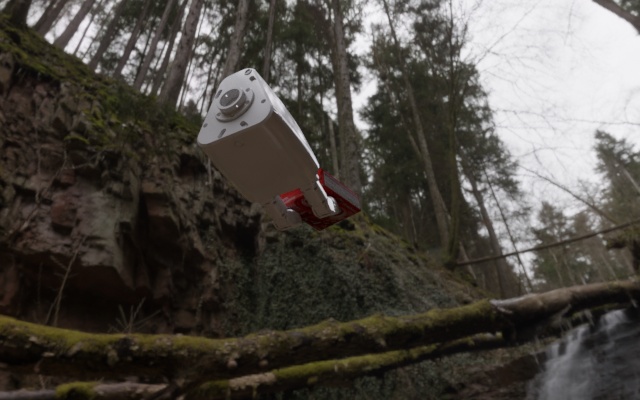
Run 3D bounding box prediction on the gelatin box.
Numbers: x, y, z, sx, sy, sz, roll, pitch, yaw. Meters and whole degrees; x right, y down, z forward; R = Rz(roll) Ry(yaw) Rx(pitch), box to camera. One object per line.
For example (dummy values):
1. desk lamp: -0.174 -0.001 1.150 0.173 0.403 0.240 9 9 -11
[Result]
1. gelatin box: 0.000 0.002 0.649 0.073 0.030 0.089 -28 -39 27
